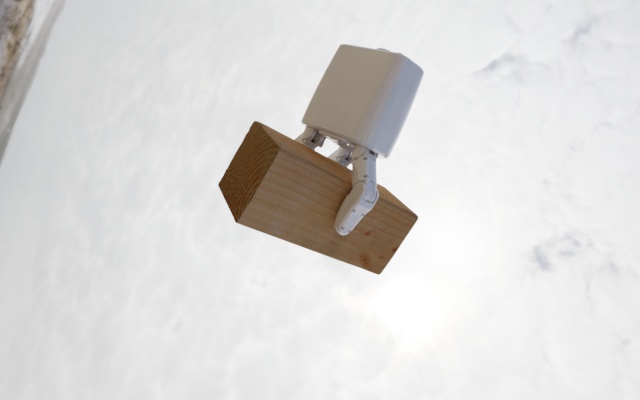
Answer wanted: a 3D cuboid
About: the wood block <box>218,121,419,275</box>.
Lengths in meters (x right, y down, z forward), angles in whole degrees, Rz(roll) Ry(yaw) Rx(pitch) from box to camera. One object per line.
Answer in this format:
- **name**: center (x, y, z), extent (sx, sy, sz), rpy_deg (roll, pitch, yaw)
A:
- **wood block**: center (0.001, 0.002, 0.552), extent (0.206, 0.090, 0.090), rpy_deg (24, 15, -33)
